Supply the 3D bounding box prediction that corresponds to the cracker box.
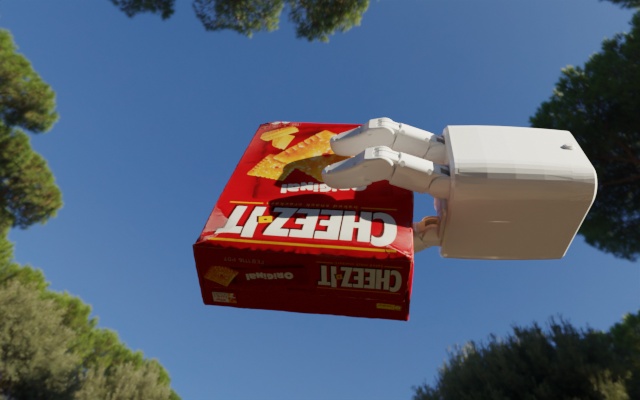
[{"bbox_3d":[0.000,0.001,0.437,0.164,0.072,0.213,2,34,8],"label":"cracker box"}]
